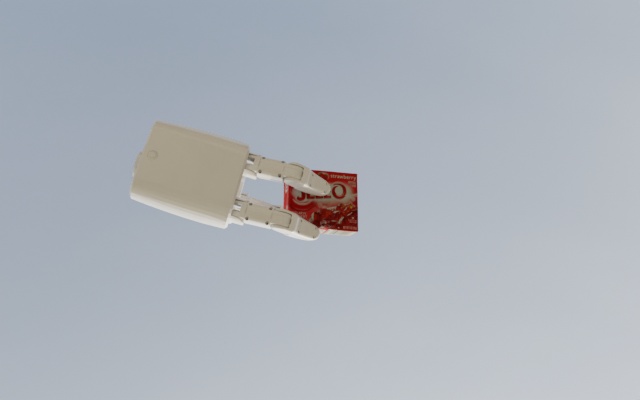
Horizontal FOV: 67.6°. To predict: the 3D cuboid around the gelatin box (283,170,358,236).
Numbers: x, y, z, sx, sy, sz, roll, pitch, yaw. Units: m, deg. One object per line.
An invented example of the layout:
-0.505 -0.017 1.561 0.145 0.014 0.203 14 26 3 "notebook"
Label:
0.000 0.002 0.572 0.089 0.073 0.030 5 -15 -18 "gelatin box"
